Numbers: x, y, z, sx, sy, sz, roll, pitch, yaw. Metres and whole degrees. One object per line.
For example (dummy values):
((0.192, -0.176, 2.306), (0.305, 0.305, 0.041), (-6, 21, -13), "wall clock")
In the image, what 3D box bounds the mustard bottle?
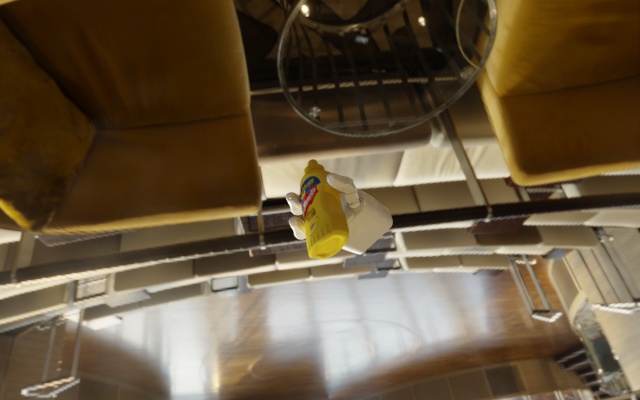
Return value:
((0.000, 0.003, 0.870), (0.058, 0.191, 0.096), (9, -39, -26), "mustard bottle")
